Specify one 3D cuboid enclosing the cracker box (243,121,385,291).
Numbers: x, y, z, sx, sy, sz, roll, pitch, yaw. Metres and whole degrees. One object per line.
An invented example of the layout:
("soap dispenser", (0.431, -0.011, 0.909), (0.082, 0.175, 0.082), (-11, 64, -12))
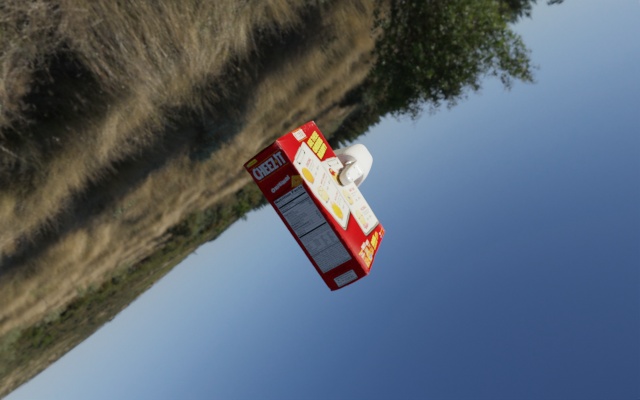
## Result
("cracker box", (0.000, 0.002, 0.695), (0.072, 0.214, 0.164), (-32, 7, 23))
